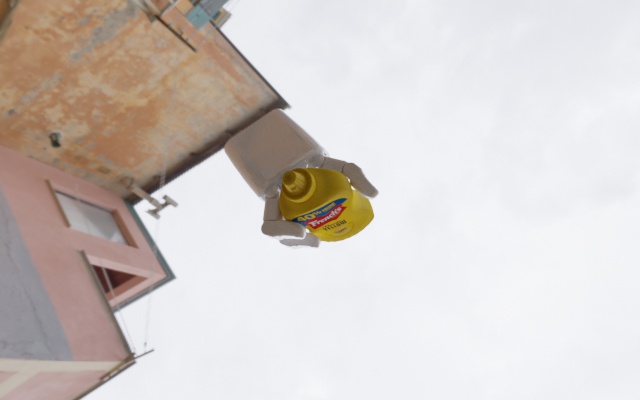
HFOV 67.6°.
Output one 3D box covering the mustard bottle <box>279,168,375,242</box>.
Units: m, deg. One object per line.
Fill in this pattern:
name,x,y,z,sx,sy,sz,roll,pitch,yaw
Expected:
mustard bottle,0.000,0.002,0.630,0.096,0.058,0.192,-23,-26,15
